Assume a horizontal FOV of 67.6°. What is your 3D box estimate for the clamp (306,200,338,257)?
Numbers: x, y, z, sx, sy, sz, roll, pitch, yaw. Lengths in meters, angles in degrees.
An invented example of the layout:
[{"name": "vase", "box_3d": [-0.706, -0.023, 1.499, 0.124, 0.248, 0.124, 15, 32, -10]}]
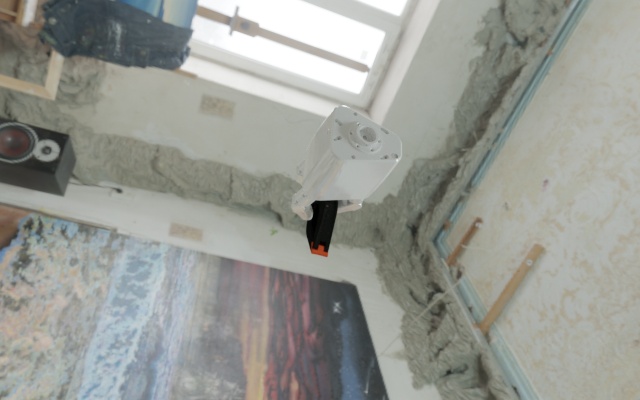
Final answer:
[{"name": "clamp", "box_3d": [0.001, 0.003, 0.801, 0.036, 0.209, 0.165, 14, -31, -15]}]
